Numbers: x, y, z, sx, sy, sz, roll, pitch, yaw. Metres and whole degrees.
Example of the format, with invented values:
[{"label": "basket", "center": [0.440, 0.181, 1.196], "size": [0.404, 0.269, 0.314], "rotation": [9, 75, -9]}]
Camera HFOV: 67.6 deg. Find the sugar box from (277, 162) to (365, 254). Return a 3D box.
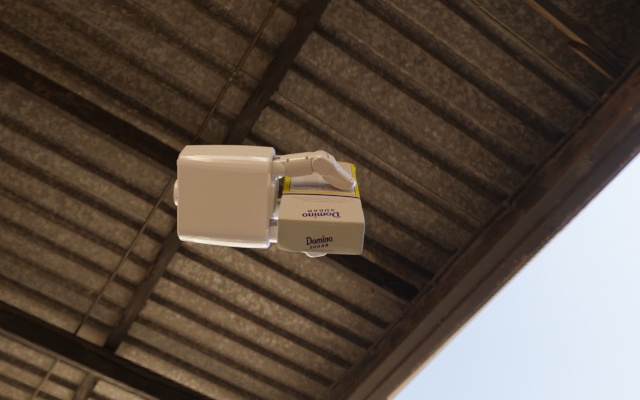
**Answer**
[{"label": "sugar box", "center": [0.000, 0.002, 0.577], "size": [0.093, 0.048, 0.176], "rotation": [3, 27, -1]}]
